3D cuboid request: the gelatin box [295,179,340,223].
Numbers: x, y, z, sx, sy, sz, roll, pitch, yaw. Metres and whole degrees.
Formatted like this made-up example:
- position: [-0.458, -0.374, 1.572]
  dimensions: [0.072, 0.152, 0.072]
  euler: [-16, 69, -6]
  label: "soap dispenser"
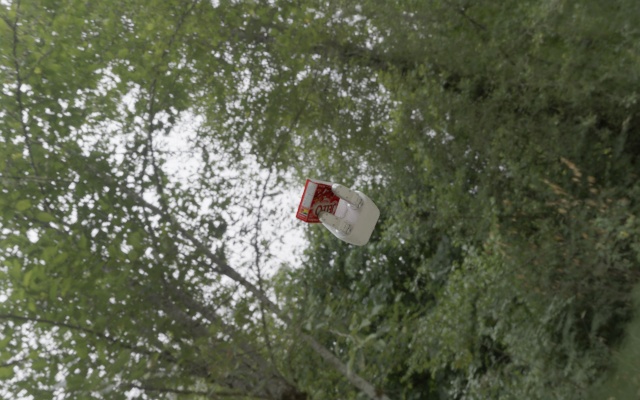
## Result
- position: [0.000, 0.003, 0.856]
  dimensions: [0.030, 0.073, 0.089]
  euler: [24, 9, 32]
  label: "gelatin box"
